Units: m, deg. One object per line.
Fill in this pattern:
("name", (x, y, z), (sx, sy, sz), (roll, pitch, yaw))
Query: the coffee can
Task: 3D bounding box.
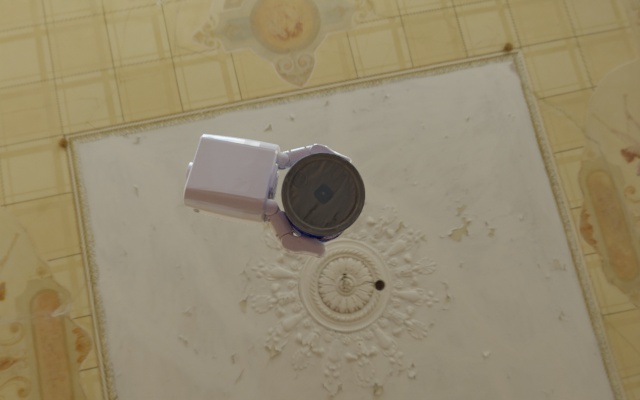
("coffee can", (0.000, 0.002, 0.645), (0.103, 0.103, 0.140), (0, -9, -3))
